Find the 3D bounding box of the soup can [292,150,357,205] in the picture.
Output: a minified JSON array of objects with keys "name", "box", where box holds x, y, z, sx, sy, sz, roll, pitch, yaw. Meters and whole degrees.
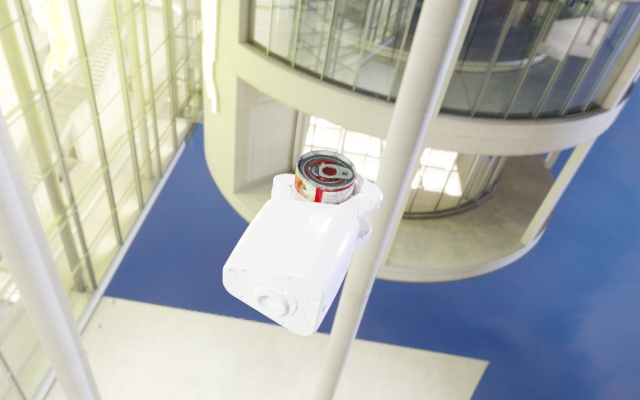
[{"name":"soup can","box":[0.000,0.002,0.557,0.068,0.102,0.068,6,41,-5]}]
